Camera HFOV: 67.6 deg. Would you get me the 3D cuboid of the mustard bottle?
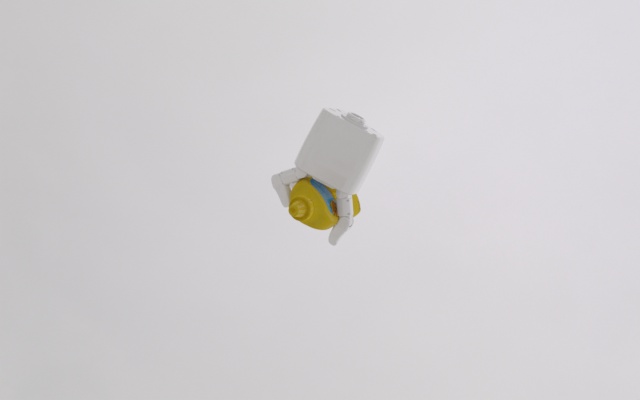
[{"bbox_3d":[0.000,0.003,0.820,0.058,0.096,0.191,-37,-9,26],"label":"mustard bottle"}]
